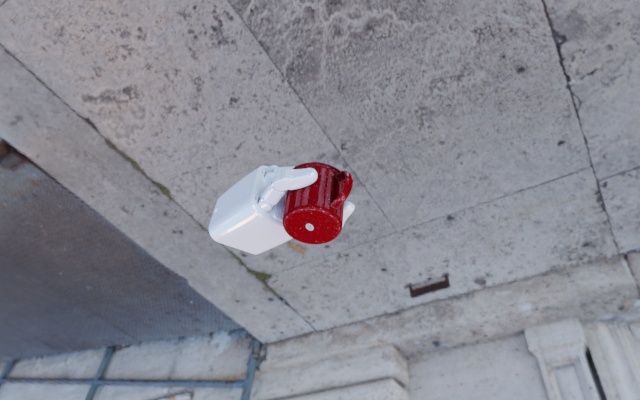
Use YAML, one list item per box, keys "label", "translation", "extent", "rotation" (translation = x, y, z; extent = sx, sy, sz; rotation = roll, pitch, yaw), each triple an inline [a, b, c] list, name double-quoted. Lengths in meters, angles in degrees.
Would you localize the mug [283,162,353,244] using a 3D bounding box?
- label: "mug"
  translation: [0.001, 0.002, 0.660]
  extent: [0.117, 0.081, 0.093]
  rotation: [-31, -53, 34]
